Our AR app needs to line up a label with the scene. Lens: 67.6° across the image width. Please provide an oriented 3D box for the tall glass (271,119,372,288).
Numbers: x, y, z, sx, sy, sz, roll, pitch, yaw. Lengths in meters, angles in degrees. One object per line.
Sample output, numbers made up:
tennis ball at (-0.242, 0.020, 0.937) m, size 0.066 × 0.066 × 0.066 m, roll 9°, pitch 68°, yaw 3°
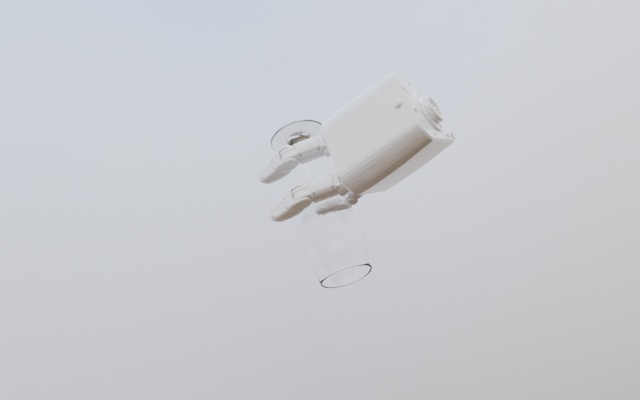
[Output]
tall glass at (0.000, 0.001, 0.581) m, size 0.079 × 0.201 × 0.079 m, roll -15°, pitch -26°, yaw -8°
